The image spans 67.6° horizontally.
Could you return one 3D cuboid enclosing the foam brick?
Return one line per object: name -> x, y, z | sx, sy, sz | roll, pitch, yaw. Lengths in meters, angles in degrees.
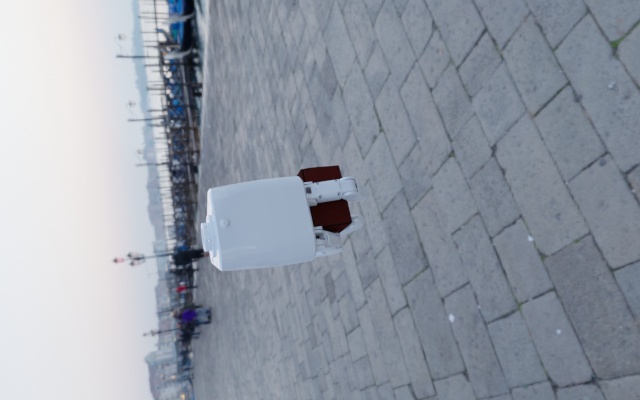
foam brick -> 0.000, 0.002, 0.592 | 0.051, 0.078, 0.053 | -7, -17, -19
